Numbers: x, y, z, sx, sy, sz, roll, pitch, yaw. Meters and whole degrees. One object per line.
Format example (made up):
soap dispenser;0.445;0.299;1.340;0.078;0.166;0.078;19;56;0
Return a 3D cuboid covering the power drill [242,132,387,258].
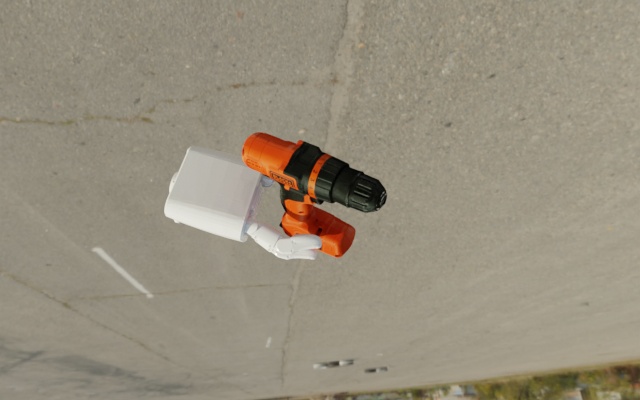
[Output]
power drill;0.000;0.002;0.607;0.184;0.057;0.188;25;-26;22
